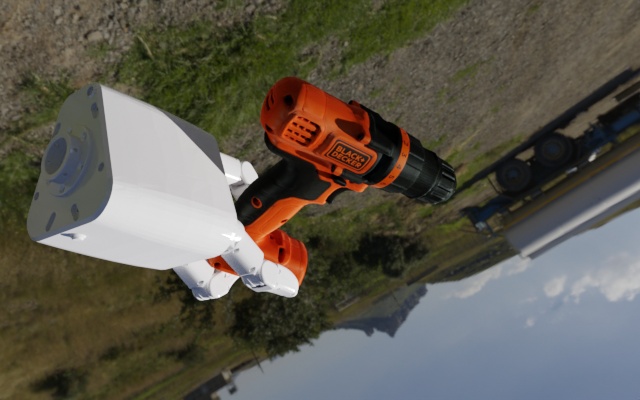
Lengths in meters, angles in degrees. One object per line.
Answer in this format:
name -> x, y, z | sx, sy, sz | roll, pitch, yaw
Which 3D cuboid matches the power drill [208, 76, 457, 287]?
power drill -> 0.000, 0.002, 0.412 | 0.184, 0.057, 0.188 | 23, -55, -28
